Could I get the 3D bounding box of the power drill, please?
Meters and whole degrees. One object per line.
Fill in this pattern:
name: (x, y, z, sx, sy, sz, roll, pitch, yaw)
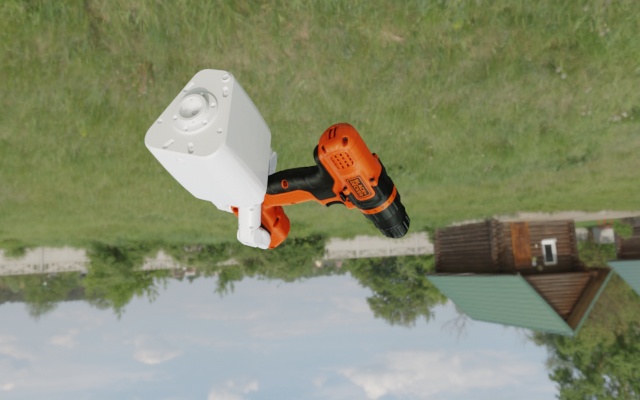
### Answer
power drill: (0.000, 0.002, 0.590, 0.188, 0.057, 0.184, -18, -50, 24)
